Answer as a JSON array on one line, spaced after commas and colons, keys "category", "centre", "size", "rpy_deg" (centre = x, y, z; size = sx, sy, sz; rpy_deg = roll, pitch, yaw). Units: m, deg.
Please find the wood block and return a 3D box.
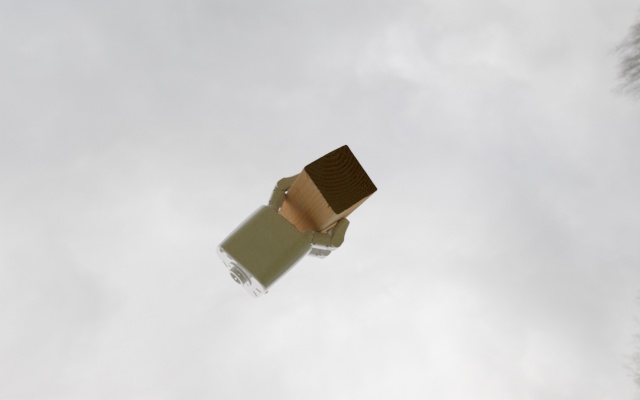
[{"category": "wood block", "centre": [0.000, 0.003, 0.811], "size": [0.090, 0.091, 0.206], "rpy_deg": [-31, -8, -27]}]
